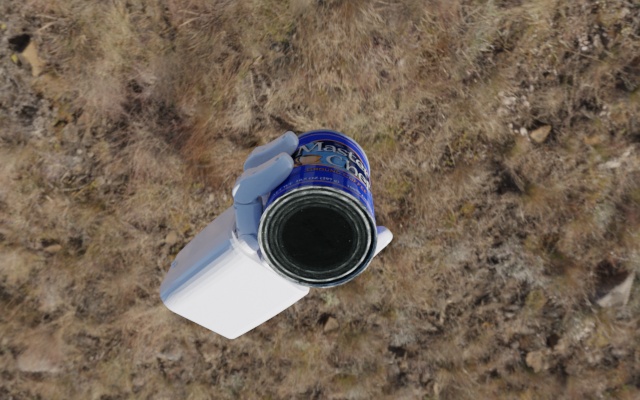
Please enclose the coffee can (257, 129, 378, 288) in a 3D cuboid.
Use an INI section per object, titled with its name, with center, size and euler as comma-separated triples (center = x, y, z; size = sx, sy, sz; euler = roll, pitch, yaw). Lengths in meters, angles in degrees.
[coffee can]
center = 0.000, 0.001, 0.466
size = 0.103, 0.103, 0.140
euler = 0, 27, 3
